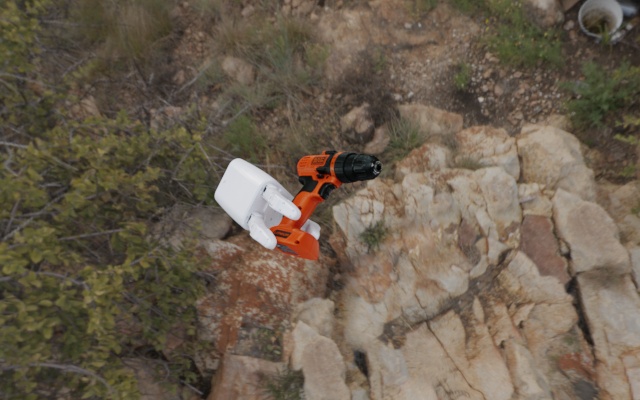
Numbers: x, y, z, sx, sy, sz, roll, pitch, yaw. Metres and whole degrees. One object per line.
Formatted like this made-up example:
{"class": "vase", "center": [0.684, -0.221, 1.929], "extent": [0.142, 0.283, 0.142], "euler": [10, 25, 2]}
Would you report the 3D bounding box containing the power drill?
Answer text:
{"class": "power drill", "center": [0.000, 0.003, 0.775], "extent": [0.057, 0.187, 0.184], "euler": [42, -23, -32]}
